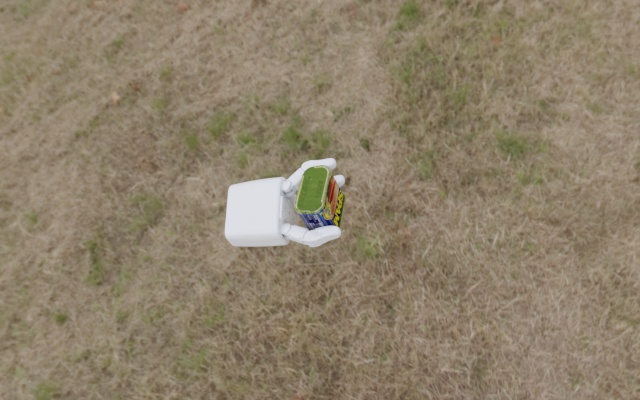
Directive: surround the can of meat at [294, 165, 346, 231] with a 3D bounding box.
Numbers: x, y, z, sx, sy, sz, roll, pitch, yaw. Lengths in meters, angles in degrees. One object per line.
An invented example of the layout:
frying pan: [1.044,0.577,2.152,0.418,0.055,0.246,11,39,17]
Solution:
can of meat: [0.000,0.003,0.813,0.057,0.102,0.084,-3,-35,22]
